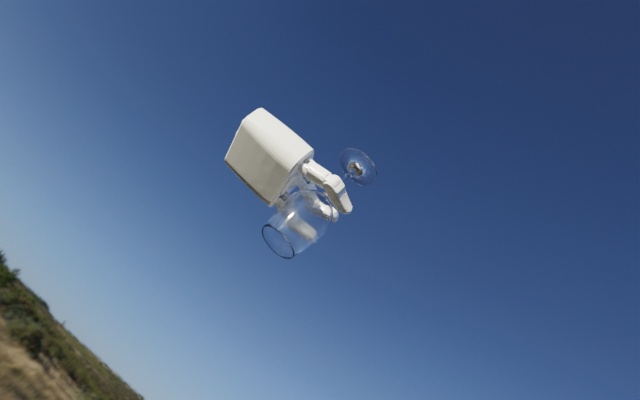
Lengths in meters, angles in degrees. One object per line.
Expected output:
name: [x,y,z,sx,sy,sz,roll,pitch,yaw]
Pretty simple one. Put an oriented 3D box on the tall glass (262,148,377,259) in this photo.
tall glass: [0.001,0.002,0.730,0.079,0.079,0.201,0,36,49]
